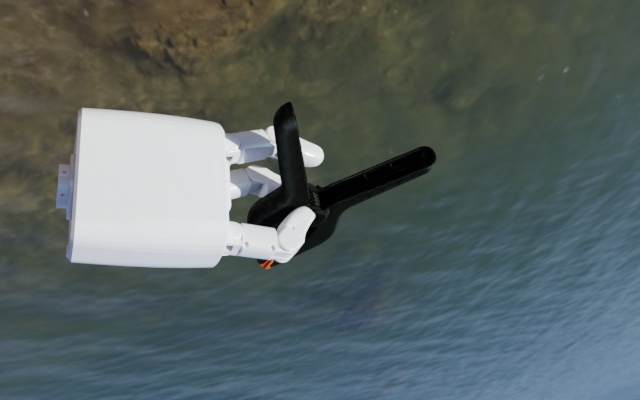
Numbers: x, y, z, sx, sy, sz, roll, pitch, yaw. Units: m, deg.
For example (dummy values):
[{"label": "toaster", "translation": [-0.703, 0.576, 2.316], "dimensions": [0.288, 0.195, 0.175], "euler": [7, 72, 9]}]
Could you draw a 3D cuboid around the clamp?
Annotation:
[{"label": "clamp", "translation": [0.000, 0.002, 0.459], "dimensions": [0.164, 0.036, 0.210], "euler": [7, -41, -27]}]
